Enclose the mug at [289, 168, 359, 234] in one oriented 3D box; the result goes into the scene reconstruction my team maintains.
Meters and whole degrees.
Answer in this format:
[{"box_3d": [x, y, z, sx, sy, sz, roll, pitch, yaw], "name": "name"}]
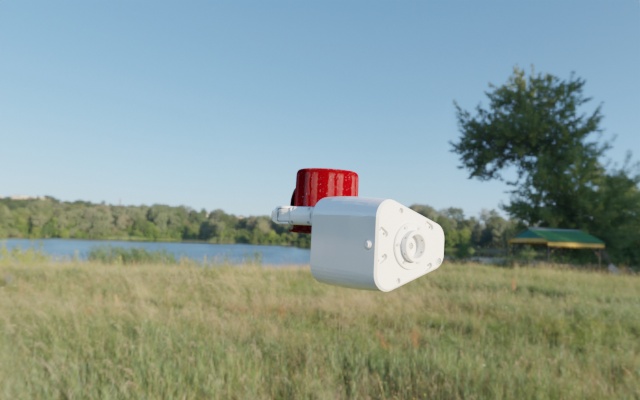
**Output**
[{"box_3d": [-0.001, 0.002, 0.630, 0.093, 0.081, 0.117, 5, -3, -38], "name": "mug"}]
